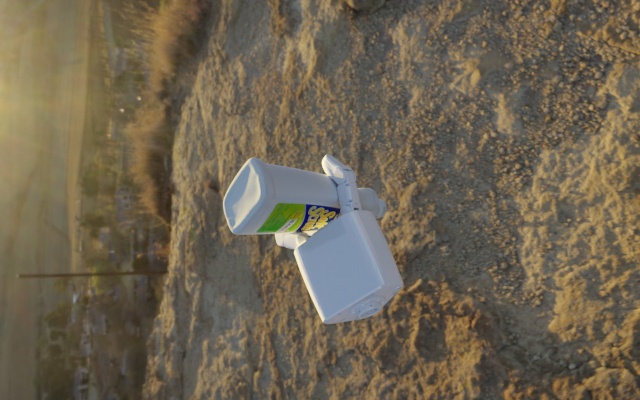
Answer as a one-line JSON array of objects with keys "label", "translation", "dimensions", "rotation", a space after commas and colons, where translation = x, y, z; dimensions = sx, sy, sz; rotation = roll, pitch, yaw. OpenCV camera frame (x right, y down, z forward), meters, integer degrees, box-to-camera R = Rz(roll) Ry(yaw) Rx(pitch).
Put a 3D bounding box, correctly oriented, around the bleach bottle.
[{"label": "bleach bottle", "translation": [0.000, 0.002, 0.657], "dimensions": [0.251, 0.068, 0.103], "rotation": [3, -38, -39]}]
